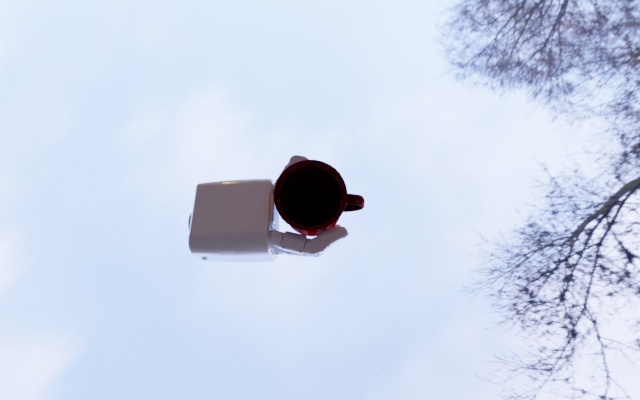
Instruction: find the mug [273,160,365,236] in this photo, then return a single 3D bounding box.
[{"bbox_3d":[0.002,0.002,0.636,0.117,0.093,0.081,-1,-14,1],"label":"mug"}]
